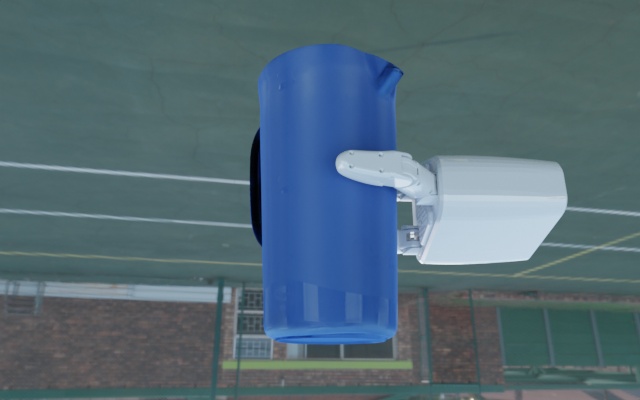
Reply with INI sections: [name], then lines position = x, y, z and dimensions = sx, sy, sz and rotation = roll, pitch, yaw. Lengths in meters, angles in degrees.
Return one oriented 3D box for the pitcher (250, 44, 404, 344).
[pitcher]
position = 0.000, 0.001, 0.430
dimensions = 0.145, 0.242, 0.149
rotation = 1, -20, -2
